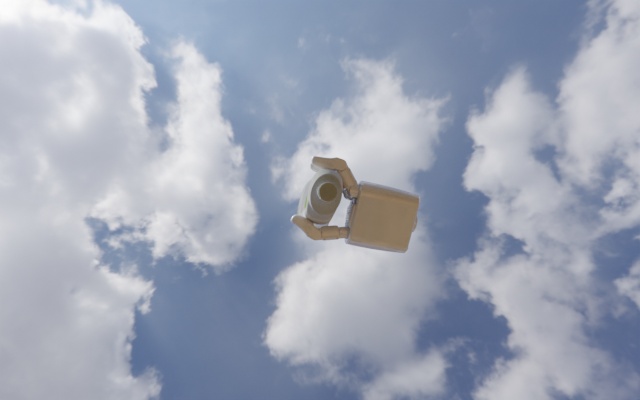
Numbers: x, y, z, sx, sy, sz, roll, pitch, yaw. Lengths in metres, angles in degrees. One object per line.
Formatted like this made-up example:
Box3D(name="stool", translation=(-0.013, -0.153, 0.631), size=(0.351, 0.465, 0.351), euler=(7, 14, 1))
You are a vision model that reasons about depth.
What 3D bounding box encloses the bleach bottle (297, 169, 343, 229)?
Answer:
Box3D(name="bleach bottle", translation=(0.000, 0.003, 0.836), size=(0.068, 0.102, 0.251), euler=(12, -4, -4))
